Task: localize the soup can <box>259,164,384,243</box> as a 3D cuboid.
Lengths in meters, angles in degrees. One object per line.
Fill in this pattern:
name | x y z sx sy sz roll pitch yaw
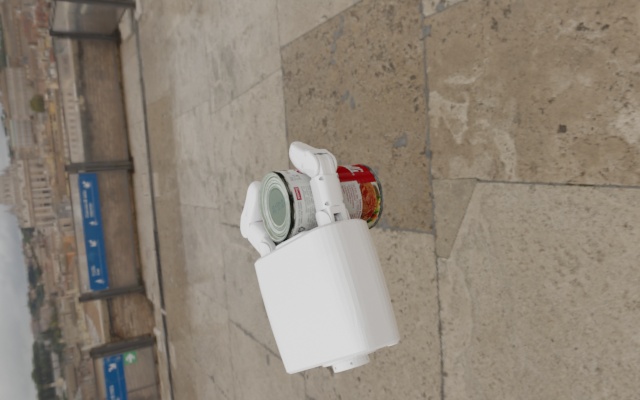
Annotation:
soup can | 0.000 0.001 0.461 0.102 0.068 0.068 -7 3 -31
